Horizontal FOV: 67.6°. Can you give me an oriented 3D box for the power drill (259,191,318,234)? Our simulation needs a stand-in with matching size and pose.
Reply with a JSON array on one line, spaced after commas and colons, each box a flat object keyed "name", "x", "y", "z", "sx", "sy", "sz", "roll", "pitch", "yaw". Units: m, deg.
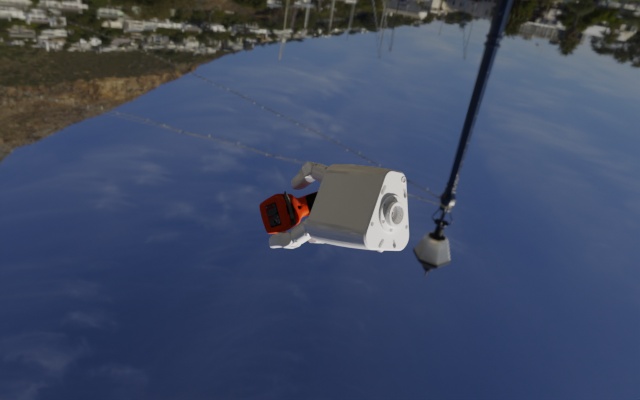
[{"name": "power drill", "x": 0.000, "y": 0.003, "z": 0.779, "sx": 0.187, "sy": 0.057, "sz": 0.184, "roll": -17, "pitch": -3, "yaw": -24}]
